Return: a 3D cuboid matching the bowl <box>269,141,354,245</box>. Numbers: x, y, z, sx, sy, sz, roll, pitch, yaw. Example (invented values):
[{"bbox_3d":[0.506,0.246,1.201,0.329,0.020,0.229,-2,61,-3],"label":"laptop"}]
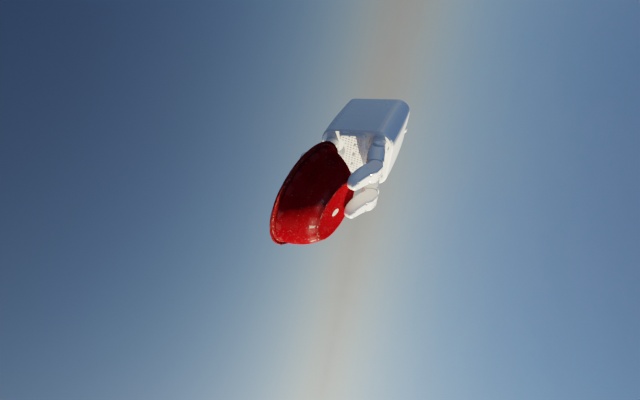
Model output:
[{"bbox_3d":[0.000,0.003,0.660,0.055,0.162,0.162,29,11,21],"label":"bowl"}]
